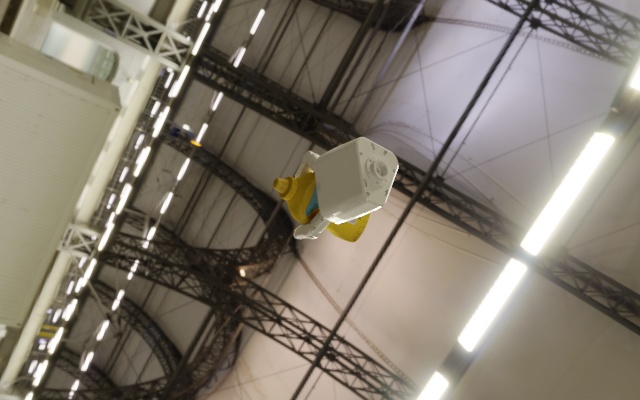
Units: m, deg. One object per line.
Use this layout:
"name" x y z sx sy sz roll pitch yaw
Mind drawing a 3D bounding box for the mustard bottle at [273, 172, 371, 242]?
"mustard bottle" 0.000 0.003 0.848 0.192 0.096 0.058 23 -4 -31
